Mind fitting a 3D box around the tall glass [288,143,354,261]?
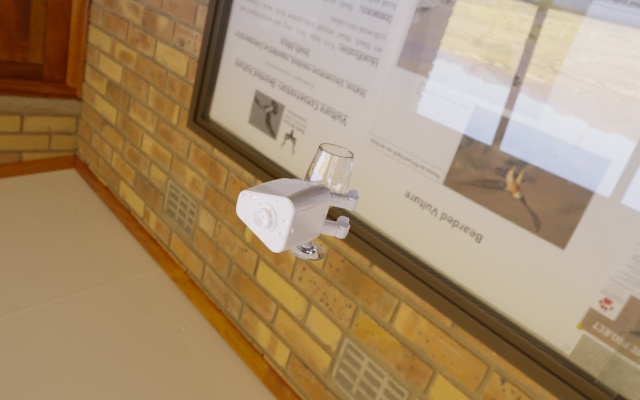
[{"bbox_3d":[0.000,0.003,0.847,0.079,0.201,0.079,15,22,-6],"label":"tall glass"}]
